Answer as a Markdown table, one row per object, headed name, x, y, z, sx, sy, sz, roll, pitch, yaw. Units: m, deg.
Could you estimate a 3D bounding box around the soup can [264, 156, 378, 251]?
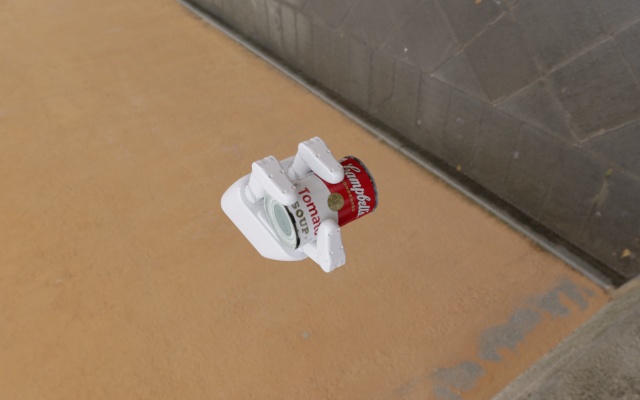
| name | x | y | z | sx | sy | sz | roll | pitch | yaw |
| --- | --- | --- | --- | --- | --- | --- | --- | --- | --- |
| soup can | 0.000 | 0.002 | 0.501 | 0.102 | 0.068 | 0.068 | -25 | 11 | -24 |
